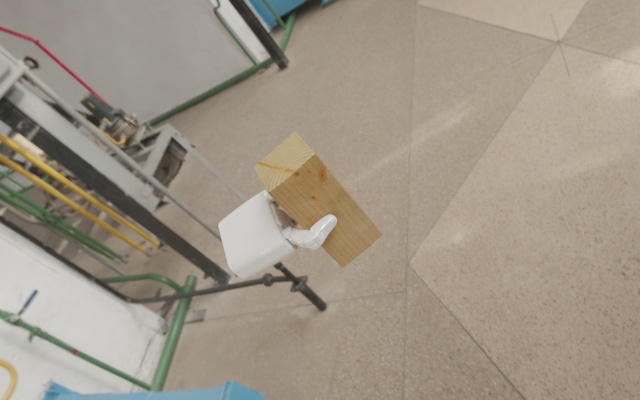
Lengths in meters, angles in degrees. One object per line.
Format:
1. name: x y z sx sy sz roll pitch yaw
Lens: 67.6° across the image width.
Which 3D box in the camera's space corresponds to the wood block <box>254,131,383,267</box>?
1. wood block: 0.000 0.003 0.765 0.206 0.090 0.090 48 4 -37
